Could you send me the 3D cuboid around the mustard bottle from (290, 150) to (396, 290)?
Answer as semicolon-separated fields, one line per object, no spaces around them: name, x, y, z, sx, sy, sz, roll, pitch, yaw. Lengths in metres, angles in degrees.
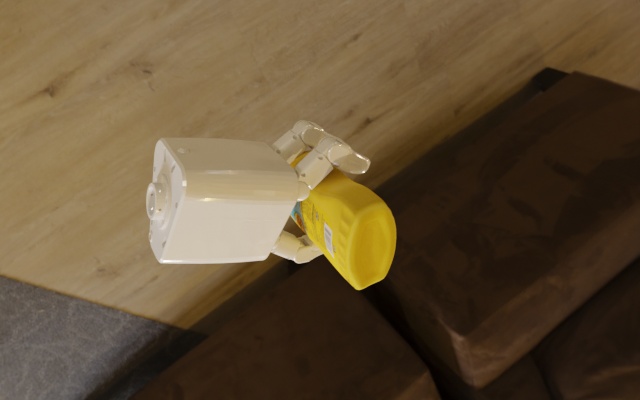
mustard bottle;0.001;0.002;0.500;0.058;0.096;0.191;-22;38;-21
